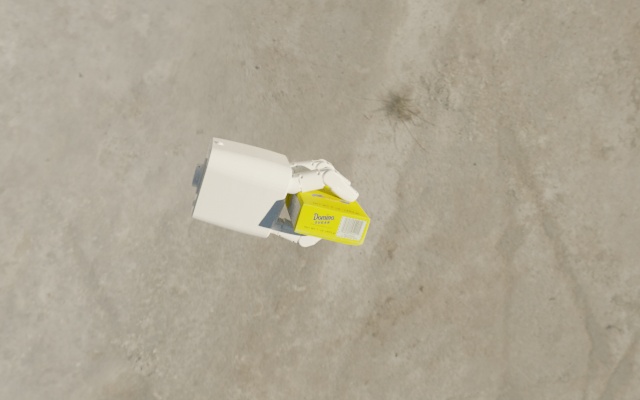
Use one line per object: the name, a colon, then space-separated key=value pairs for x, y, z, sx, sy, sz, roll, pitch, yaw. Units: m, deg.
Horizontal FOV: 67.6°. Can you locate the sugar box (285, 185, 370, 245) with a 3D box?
sugar box: x=0.000 y=0.002 z=0.671 sx=0.093 sy=0.048 sz=0.176 roll=14 pitch=18 yaw=-16
